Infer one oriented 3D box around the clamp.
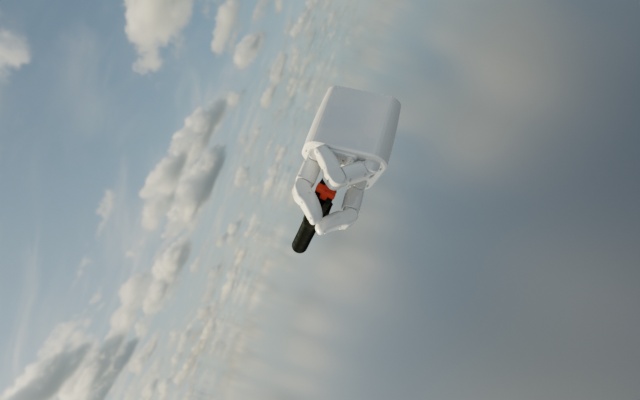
[{"bbox_3d":[0.000,0.002,0.696,0.039,0.120,0.171,21,-26,-5],"label":"clamp"}]
